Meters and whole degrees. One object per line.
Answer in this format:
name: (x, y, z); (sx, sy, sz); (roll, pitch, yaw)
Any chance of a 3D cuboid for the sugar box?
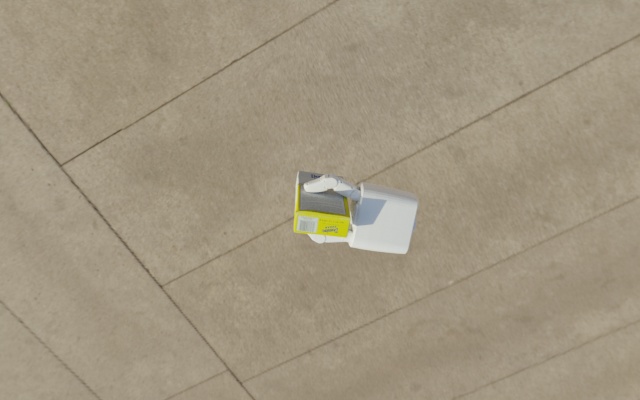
sugar box: (0.000, 0.003, 0.866); (0.093, 0.048, 0.176); (7, 23, -4)
